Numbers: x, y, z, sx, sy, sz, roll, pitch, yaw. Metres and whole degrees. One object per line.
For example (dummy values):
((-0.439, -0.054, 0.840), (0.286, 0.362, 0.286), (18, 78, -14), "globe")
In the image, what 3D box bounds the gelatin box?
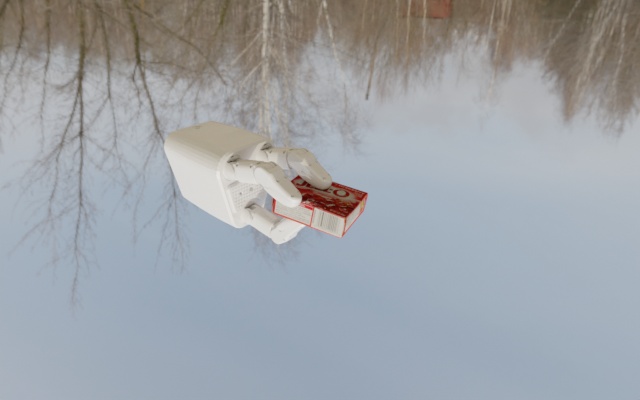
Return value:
((0.000, 0.002, 0.548), (0.089, 0.030, 0.073), (20, 29, 17), "gelatin box")
